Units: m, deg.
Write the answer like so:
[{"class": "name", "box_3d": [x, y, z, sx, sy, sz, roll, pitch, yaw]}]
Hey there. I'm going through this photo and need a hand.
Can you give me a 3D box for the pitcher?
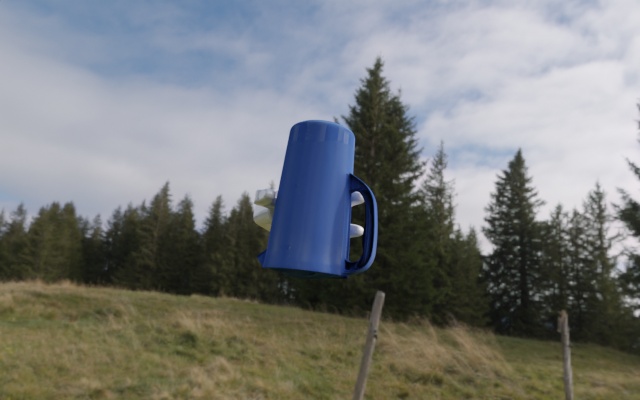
[{"class": "pitcher", "box_3d": [0.000, 0.002, 0.756, 0.149, 0.242, 0.145, 12, -13, -23]}]
